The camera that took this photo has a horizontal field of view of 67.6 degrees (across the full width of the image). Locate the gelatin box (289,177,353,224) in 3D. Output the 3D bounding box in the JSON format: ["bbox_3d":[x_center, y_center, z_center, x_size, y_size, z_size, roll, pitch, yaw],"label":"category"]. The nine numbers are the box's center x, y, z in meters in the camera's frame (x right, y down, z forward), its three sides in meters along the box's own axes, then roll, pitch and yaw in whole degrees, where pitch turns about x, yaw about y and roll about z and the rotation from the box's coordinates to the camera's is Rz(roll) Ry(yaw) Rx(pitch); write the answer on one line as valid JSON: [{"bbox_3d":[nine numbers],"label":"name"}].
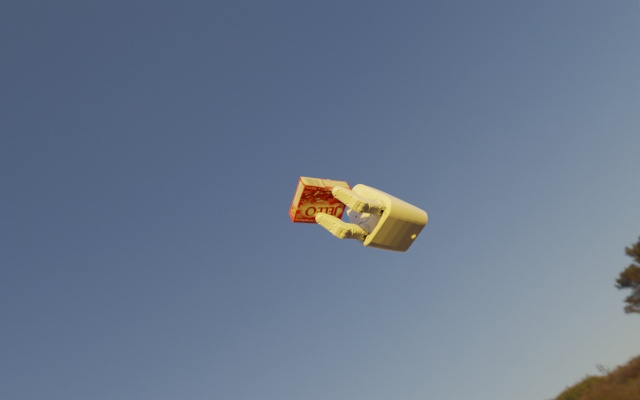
[{"bbox_3d":[0.000,0.002,0.792,0.089,0.073,0.030,5,31,-26],"label":"gelatin box"}]
